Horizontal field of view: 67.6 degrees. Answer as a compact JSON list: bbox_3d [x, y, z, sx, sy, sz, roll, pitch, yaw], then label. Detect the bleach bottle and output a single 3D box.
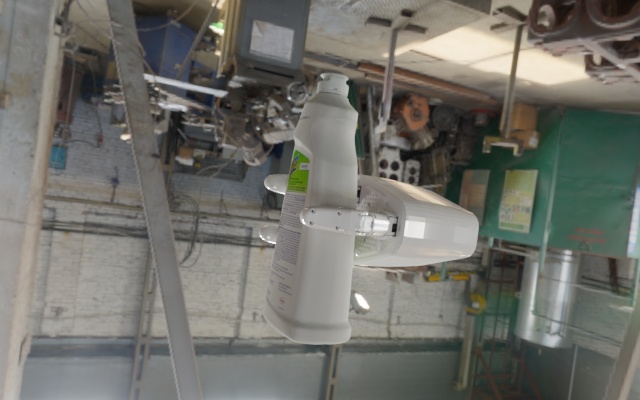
[{"bbox_3d":[0.000,0.002,0.467,0.068,0.251,0.102,8,0,-28],"label":"bleach bottle"}]
